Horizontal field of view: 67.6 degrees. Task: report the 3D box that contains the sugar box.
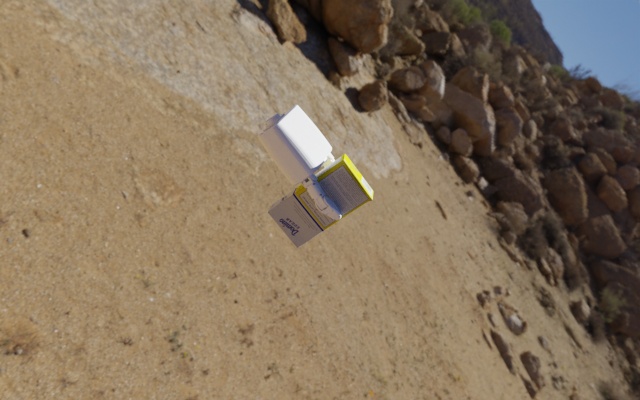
[{"bbox_3d":[0.000,0.003,0.880,0.176,0.093,0.048,-33,15,20],"label":"sugar box"}]
